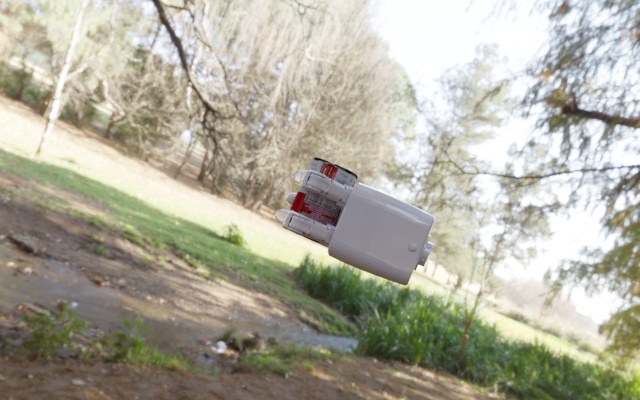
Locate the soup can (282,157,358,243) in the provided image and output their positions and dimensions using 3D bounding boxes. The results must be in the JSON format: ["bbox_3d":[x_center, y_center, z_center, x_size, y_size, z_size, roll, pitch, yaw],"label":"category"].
[{"bbox_3d":[0.000,0.002,0.633,0.068,0.102,0.068,23,-3,1],"label":"soup can"}]
